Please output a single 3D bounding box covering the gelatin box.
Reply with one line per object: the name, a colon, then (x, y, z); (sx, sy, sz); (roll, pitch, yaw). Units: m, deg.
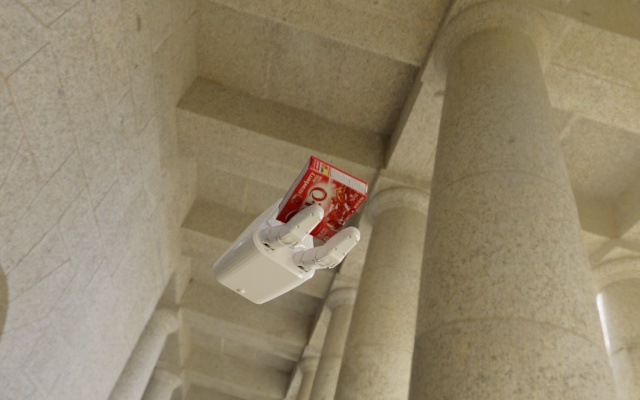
gelatin box: (0.000, 0.001, 0.546); (0.073, 0.089, 0.030); (26, 37, -14)
